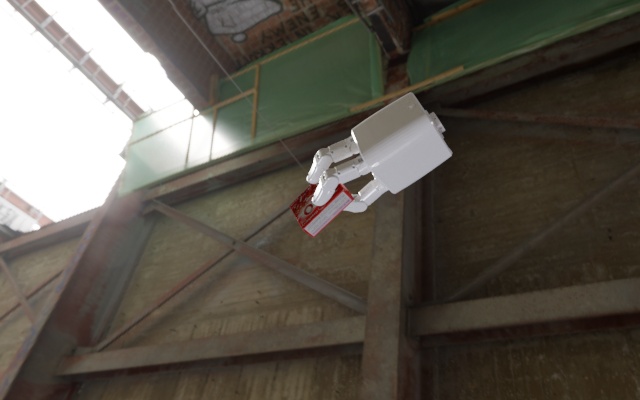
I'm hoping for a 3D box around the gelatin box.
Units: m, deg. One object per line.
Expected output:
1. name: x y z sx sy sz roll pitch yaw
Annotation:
1. gelatin box: 0.000 0.003 0.736 0.030 0.089 0.073 41 9 -35
